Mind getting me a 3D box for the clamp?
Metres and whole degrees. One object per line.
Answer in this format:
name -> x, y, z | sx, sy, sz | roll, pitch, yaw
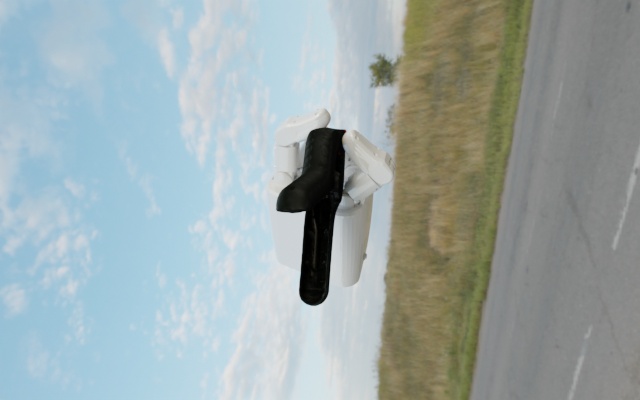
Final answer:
clamp -> -0.001, 0.001, 0.415 | 0.039, 0.120, 0.171 | 7, 36, 11
